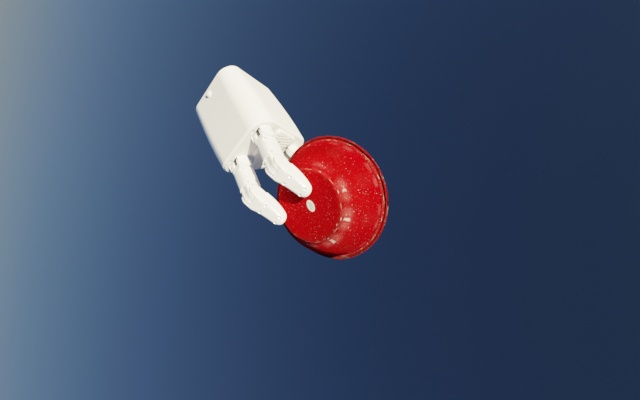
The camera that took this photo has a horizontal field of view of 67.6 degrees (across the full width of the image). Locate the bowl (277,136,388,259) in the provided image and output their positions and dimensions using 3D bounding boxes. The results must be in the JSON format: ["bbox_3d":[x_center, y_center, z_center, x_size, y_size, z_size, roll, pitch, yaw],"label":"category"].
[{"bbox_3d":[0.001,0.003,0.596,0.162,0.162,0.055,0,10,33],"label":"bowl"}]
